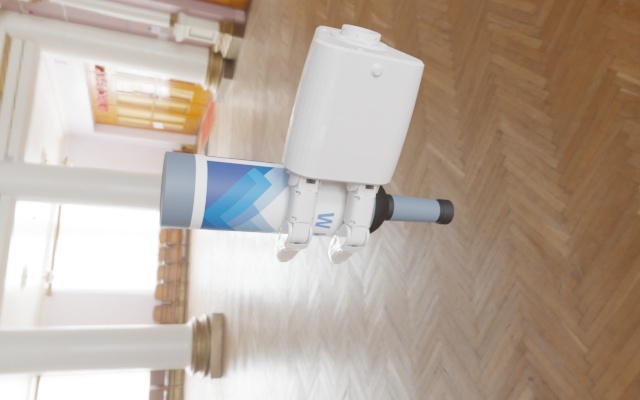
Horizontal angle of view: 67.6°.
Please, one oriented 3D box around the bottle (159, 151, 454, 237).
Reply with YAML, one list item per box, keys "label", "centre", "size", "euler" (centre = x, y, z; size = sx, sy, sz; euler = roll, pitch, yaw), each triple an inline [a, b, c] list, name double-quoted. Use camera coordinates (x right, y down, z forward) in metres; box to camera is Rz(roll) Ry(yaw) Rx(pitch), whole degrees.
- label: "bottle"
  centre: [0.000, 0.002, 0.466]
  size: [0.296, 0.069, 0.069]
  euler: [5, -2, -21]
